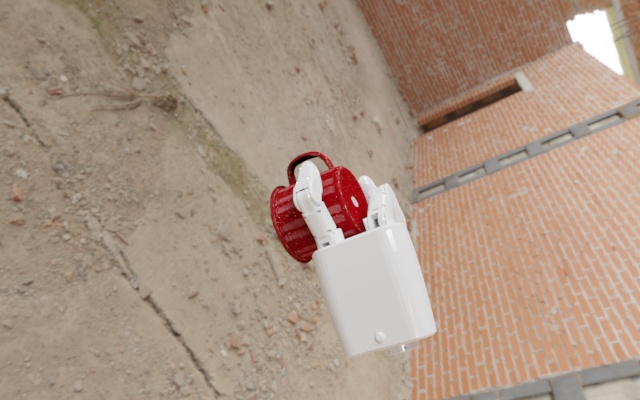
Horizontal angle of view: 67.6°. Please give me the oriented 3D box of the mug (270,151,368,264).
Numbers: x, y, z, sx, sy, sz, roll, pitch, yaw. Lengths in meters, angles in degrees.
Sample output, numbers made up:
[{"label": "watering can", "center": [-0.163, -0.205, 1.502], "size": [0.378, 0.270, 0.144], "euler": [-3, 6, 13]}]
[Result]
[{"label": "mug", "center": [0.000, 0.000, 0.528], "size": [0.081, 0.117, 0.093], "euler": [-22, -13, 22]}]
